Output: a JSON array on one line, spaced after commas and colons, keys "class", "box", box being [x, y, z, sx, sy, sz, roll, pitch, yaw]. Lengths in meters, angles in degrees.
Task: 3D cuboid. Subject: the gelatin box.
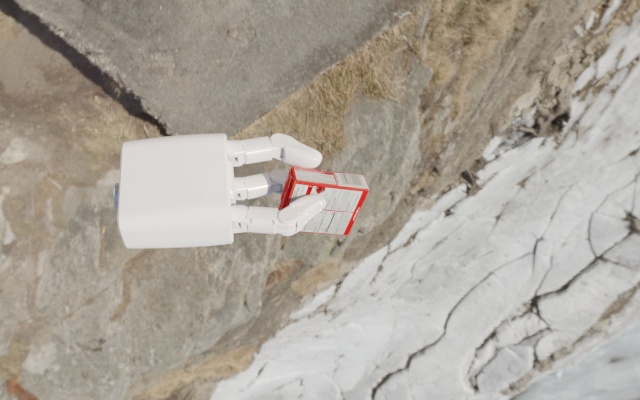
[{"class": "gelatin box", "box": [0.000, 0.002, 0.534, 0.089, 0.073, 0.030, 6, 40, -18]}]
